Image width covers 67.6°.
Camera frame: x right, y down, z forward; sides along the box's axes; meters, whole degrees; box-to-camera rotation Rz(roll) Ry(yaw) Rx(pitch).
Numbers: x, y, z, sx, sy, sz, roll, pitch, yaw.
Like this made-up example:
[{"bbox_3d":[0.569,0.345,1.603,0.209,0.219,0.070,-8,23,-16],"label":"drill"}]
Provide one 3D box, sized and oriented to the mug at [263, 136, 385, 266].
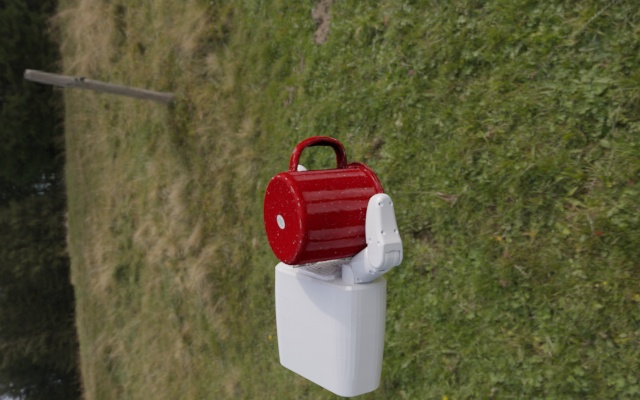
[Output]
[{"bbox_3d":[0.000,0.000,0.427,0.081,0.117,0.093,-5,7,-29],"label":"mug"}]
